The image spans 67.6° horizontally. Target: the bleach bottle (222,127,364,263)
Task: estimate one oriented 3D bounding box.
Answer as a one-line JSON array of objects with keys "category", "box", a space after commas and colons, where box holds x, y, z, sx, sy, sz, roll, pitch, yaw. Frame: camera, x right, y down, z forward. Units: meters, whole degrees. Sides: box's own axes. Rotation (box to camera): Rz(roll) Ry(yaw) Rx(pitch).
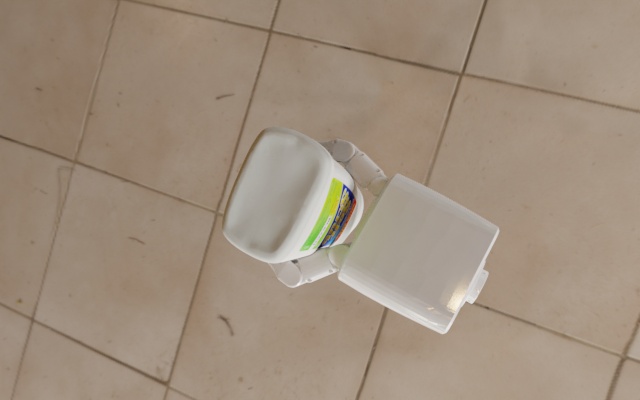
[{"category": "bleach bottle", "box": [0.000, 0.002, 0.467, 0.068, 0.102, 0.251, 27, 6, 16]}]
